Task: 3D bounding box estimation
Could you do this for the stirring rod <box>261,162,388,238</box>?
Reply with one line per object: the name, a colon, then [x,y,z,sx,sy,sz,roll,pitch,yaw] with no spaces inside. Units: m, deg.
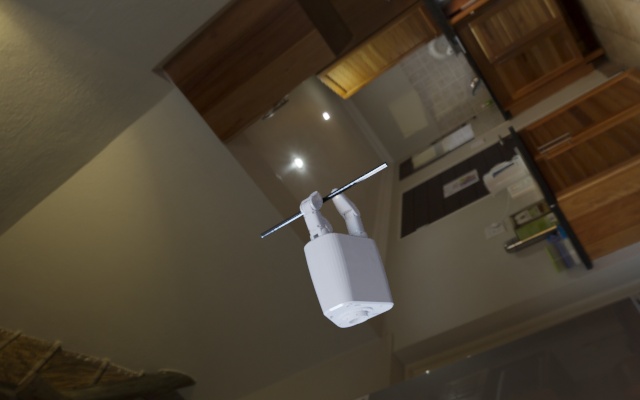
stirring rod: [0.000,0.002,0.745,0.239,0.011,0.011,-30,-12,22]
